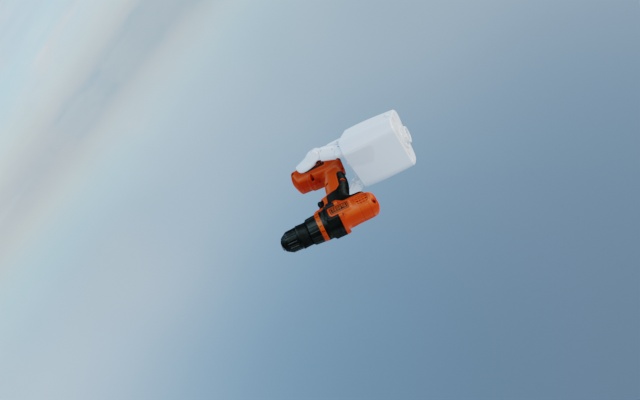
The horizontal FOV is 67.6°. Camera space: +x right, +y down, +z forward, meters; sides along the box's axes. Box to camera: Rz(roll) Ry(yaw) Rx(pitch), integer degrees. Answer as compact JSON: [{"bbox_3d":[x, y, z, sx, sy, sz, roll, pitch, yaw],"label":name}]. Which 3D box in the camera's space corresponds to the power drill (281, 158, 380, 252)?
[{"bbox_3d":[0.000,0.002,0.883,0.184,0.057,0.187,-24,39,1],"label":"power drill"}]
